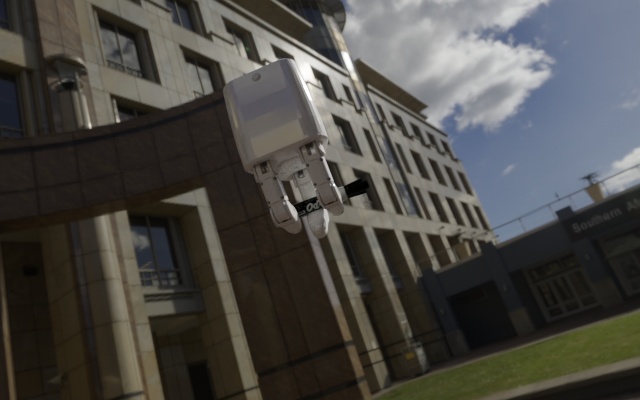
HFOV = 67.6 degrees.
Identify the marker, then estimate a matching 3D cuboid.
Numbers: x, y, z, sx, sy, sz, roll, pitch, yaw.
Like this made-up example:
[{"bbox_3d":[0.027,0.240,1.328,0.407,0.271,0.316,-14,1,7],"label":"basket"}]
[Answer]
[{"bbox_3d":[0.000,0.002,0.566,0.121,0.020,0.020,-21,-2,6],"label":"marker"}]
